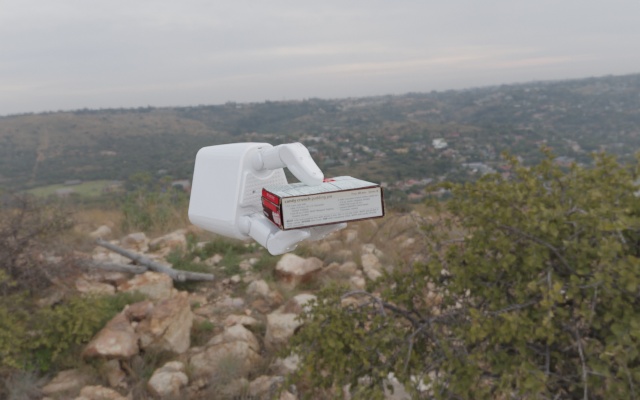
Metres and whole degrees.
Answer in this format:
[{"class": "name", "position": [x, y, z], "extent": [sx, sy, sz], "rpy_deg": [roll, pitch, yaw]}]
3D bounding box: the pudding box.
[{"class": "pudding box", "position": [0.000, 0.002, 0.513], "extent": [0.113, 0.039, 0.090], "rpy_deg": [-9, 11, -17]}]
